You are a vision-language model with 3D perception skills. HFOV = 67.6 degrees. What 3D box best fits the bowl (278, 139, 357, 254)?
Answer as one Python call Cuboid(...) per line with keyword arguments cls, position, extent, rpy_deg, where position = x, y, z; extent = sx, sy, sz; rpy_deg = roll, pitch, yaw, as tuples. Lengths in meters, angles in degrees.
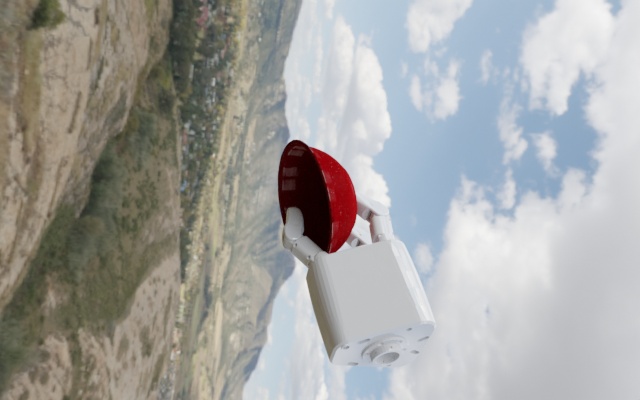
Cuboid(cls="bowl", position=(0.000, 0.001, 0.600), extent=(0.055, 0.162, 0.162), rpy_deg=(-10, 4, -25))
